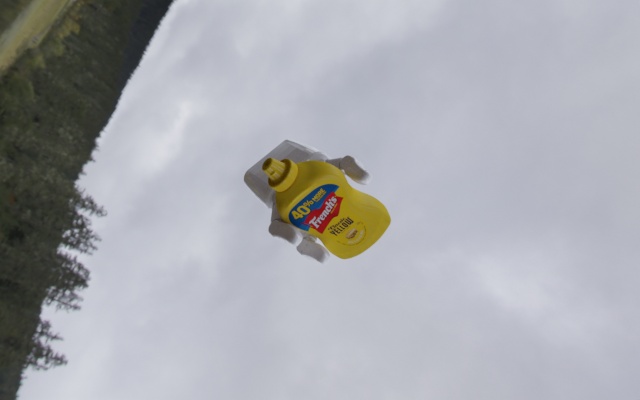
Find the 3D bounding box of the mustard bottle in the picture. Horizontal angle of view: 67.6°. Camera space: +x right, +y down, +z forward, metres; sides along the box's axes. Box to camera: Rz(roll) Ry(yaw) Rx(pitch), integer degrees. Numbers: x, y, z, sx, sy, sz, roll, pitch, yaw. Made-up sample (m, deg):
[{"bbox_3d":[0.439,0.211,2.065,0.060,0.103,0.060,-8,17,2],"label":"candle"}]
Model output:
[{"bbox_3d":[0.000,0.002,0.618,0.096,0.058,0.192,-40,-53,20],"label":"mustard bottle"}]
